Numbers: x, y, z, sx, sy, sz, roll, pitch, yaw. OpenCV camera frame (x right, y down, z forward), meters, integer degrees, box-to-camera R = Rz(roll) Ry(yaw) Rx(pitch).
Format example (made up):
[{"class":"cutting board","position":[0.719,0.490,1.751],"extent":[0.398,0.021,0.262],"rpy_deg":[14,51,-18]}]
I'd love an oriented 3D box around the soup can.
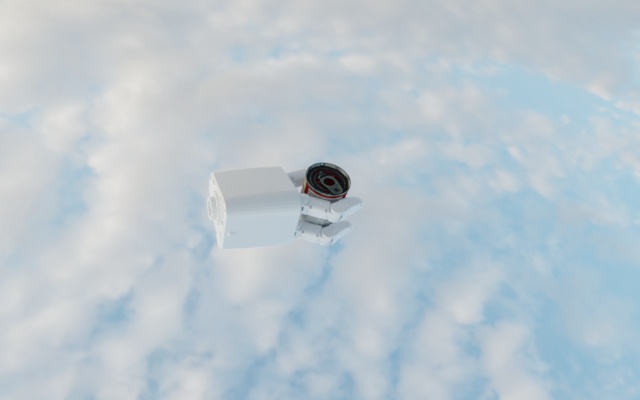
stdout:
[{"class":"soup can","position":[0.000,0.002,0.723],"extent":[0.068,0.068,0.102],"rpy_deg":[0,-43,-18]}]
